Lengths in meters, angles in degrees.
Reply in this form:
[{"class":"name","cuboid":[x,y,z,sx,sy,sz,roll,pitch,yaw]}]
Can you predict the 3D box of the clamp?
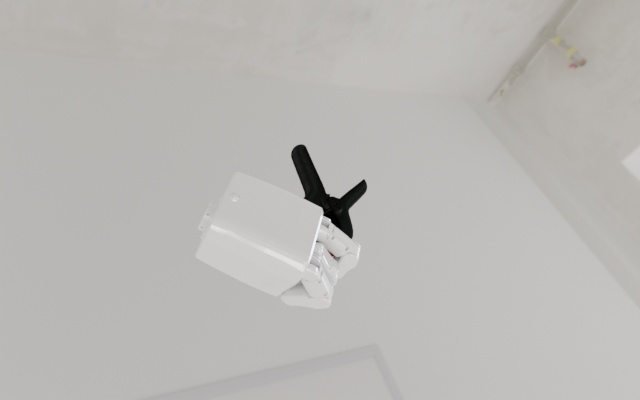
[{"class":"clamp","cuboid":[0.000,0.003,0.607,0.120,0.171,0.039,29,-50,-11]}]
